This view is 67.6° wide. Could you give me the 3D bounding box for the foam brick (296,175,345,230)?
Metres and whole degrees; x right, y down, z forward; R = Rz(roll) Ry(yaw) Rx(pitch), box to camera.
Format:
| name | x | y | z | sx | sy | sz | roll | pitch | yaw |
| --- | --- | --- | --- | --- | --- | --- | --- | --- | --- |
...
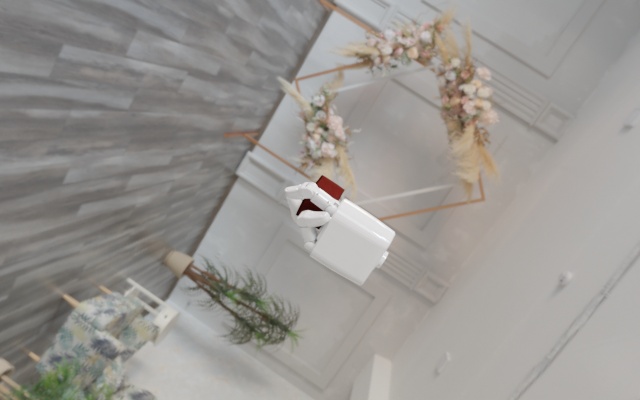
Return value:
| name | x | y | z | sx | sy | sz | roll | pitch | yaw |
| --- | --- | --- | --- | --- | --- | --- | --- | --- | --- |
| foam brick | 0.000 | 0.003 | 0.859 | 0.051 | 0.053 | 0.078 | 31 | 41 | 5 |
